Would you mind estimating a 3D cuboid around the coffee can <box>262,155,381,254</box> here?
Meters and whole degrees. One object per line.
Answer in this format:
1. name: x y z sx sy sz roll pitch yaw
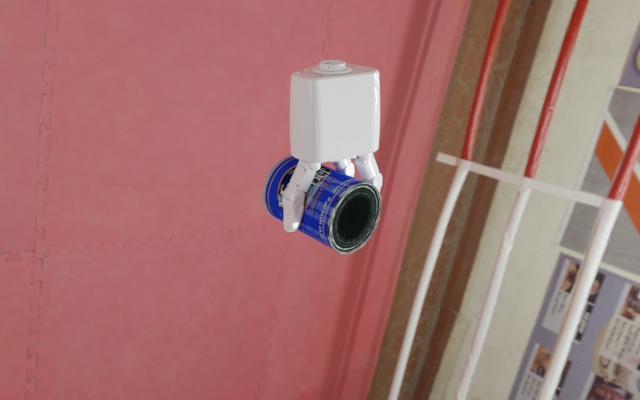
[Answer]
1. coffee can: 0.000 0.002 0.678 0.103 0.103 0.140 0 19 -46
